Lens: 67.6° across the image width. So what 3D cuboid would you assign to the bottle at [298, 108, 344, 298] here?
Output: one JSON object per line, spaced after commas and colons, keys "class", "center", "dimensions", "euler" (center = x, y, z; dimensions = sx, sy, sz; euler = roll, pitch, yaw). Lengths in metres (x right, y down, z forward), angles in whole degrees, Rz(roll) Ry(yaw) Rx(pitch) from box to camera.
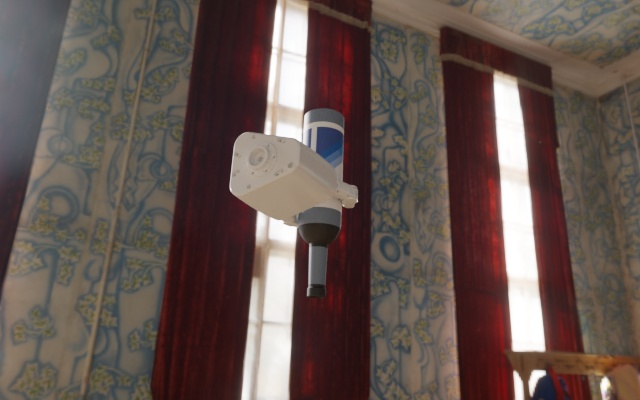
{"class": "bottle", "center": [0.000, 0.002, 0.745], "dimensions": [0.069, 0.295, 0.069], "euler": [2, -19, 1]}
